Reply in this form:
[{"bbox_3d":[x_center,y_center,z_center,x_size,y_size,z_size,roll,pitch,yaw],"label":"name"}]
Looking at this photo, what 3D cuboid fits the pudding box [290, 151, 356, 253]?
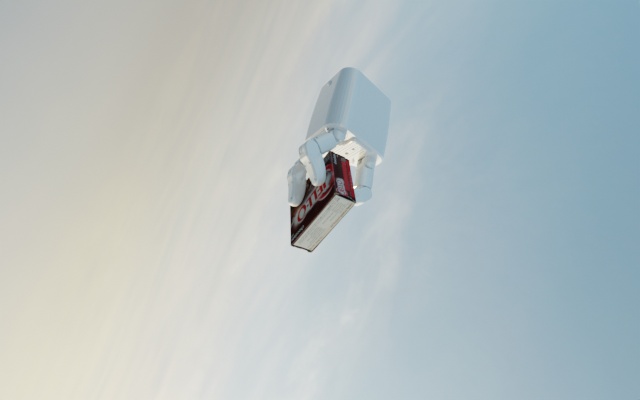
[{"bbox_3d":[0.000,0.002,0.652,0.039,0.090,0.113,22,-53,-21],"label":"pudding box"}]
